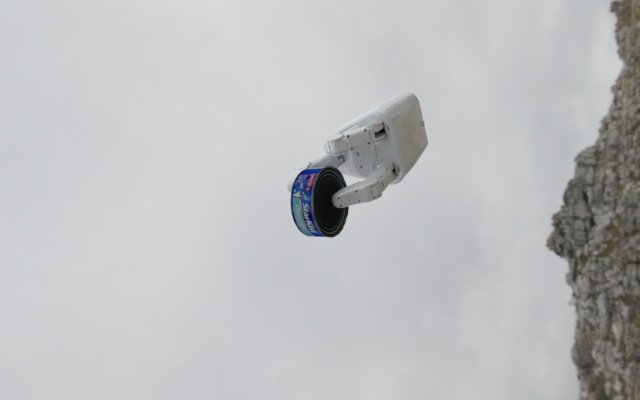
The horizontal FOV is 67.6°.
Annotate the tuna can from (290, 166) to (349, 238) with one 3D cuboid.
[{"bbox_3d":[0.000,0.002,0.577,0.034,0.086,0.086,-1,-1,31],"label":"tuna can"}]
